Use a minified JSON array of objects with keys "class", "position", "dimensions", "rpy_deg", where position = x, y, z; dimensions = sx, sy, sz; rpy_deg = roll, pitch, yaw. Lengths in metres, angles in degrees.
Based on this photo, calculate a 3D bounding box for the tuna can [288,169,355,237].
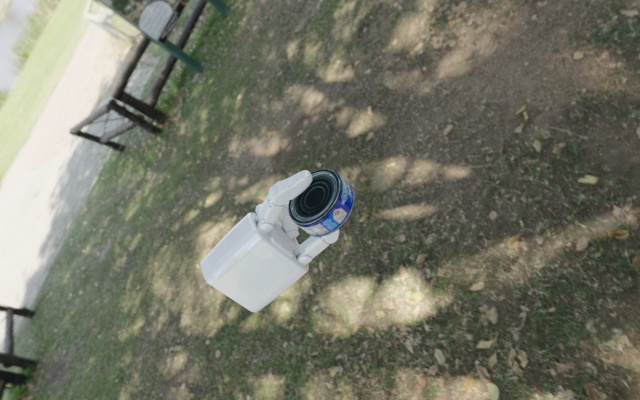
[{"class":"tuna can","position":[0.000,0.002,0.620],"dimensions":[0.086,0.086,0.034],"rpy_deg":[0,-29,41]}]
